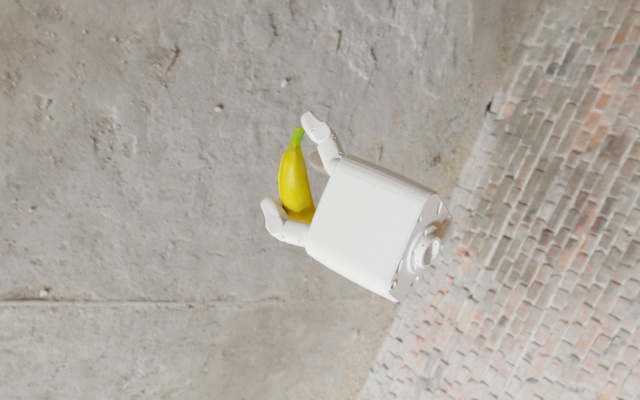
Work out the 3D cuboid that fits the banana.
[{"bbox_3d":[-0.013,0.011,0.584,0.037,0.198,0.069,22,54,37],"label":"banana"}]
